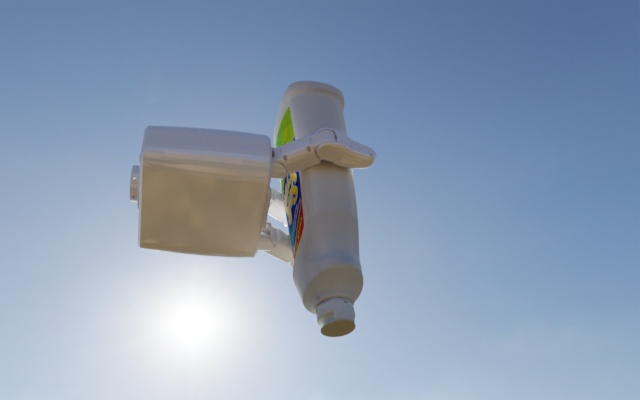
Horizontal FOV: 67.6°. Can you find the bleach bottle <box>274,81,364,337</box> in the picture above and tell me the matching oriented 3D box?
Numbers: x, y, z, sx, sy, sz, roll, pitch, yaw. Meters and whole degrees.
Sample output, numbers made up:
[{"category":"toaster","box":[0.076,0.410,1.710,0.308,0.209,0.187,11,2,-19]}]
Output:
[{"category":"bleach bottle","box":[0.000,0.002,0.447,0.068,0.250,0.103,5,-44,-17]}]
